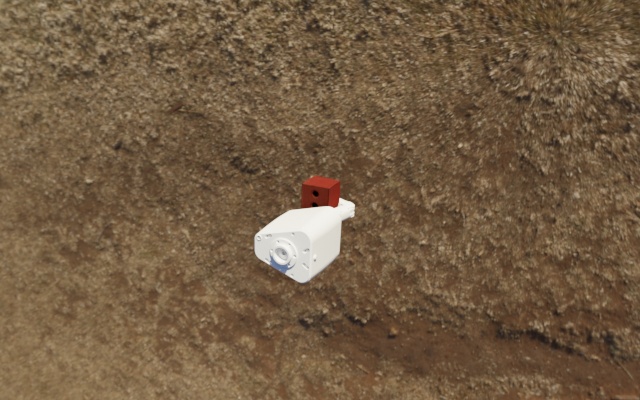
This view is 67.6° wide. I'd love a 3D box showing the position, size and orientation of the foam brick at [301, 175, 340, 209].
[{"bbox_3d":[0.000,0.002,0.841,0.053,0.078,0.051,12,22,24],"label":"foam brick"}]
